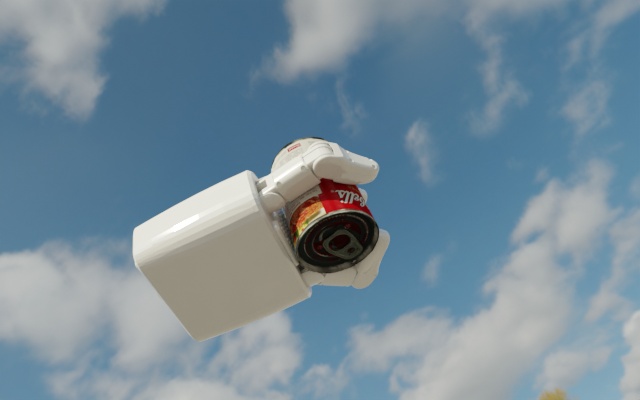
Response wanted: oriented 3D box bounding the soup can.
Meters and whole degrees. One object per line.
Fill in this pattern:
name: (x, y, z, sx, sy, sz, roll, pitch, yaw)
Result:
soup can: (0.000, 0.001, 0.404, 0.068, 0.068, 0.102, 0, 40, -21)
